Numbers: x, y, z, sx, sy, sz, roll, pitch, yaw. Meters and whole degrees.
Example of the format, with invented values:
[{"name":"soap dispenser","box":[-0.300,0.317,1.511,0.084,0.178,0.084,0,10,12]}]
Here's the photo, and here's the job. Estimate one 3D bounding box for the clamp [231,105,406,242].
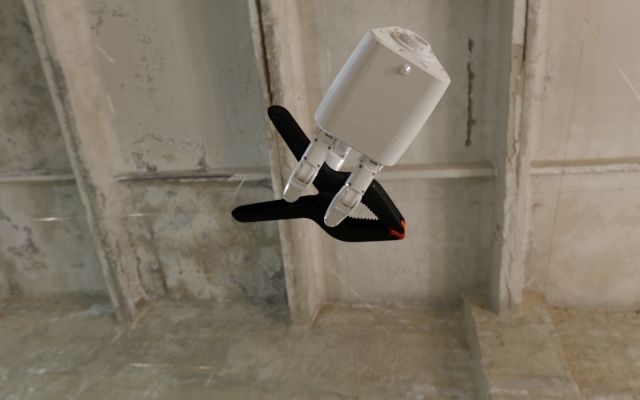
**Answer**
[{"name":"clamp","box":[0.001,0.002,0.570,0.210,0.165,0.036,29,35,-8]}]
